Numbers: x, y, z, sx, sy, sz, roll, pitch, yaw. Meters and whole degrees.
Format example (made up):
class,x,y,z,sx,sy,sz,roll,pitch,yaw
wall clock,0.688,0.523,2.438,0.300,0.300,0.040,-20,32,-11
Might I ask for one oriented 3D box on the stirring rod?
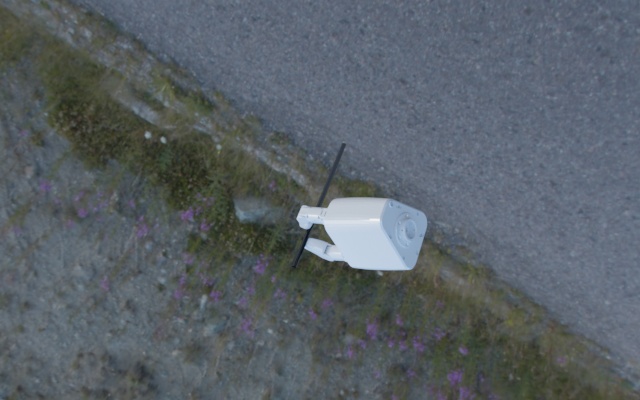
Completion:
class,x,y,z,sx,sy,sz,roll,pitch,yaw
stirring rod,0.000,0.003,0.804,0.011,0.239,0.011,19,-23,8
